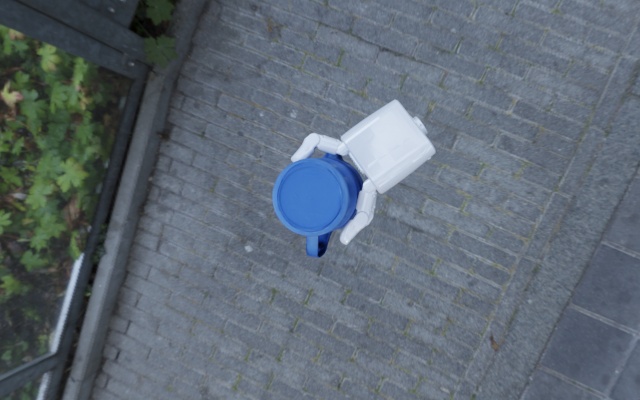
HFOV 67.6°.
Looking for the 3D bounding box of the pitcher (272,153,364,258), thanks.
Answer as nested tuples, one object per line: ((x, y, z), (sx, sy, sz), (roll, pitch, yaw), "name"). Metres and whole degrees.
((0.000, 0.002, 0.763), (0.145, 0.149, 0.243), (-36, -3, 8), "pitcher")
